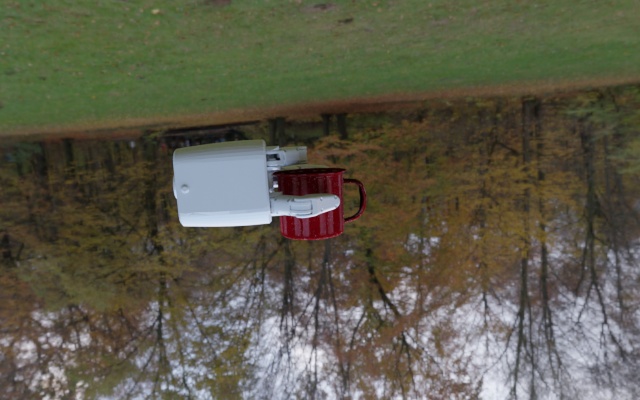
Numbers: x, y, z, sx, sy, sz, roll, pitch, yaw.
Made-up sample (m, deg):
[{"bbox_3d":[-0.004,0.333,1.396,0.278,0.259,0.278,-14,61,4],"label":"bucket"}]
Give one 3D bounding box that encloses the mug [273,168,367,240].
[{"bbox_3d":[0.002,0.002,0.606,0.117,0.081,0.093,-3,8,-4],"label":"mug"}]
